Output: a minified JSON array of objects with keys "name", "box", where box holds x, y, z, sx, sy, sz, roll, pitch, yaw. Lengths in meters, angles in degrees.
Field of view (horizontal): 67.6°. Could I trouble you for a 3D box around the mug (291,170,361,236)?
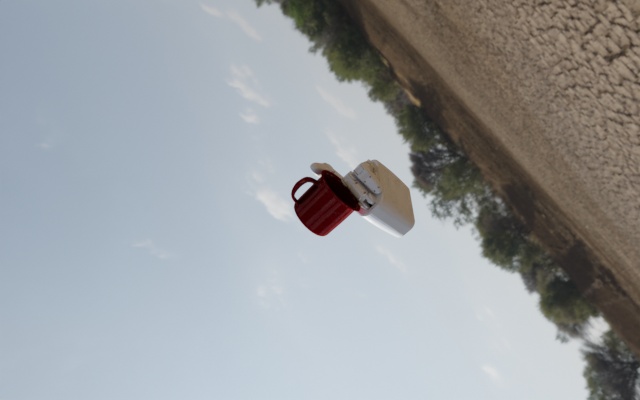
[{"name":"mug","box":[-0.001,0.002,0.820,0.117,0.081,0.093,33,24,-34]}]
